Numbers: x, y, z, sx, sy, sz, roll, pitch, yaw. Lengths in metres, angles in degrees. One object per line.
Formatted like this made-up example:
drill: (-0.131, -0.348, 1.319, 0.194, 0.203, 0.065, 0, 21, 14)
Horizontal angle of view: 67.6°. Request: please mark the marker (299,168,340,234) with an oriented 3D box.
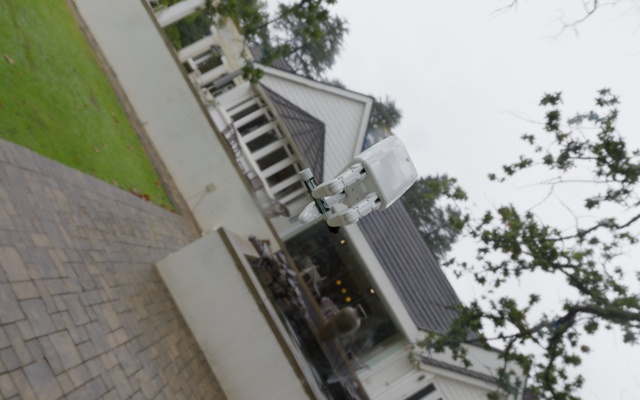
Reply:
marker: (0.000, 0.003, 0.805, 0.020, 0.121, 0.020, -27, 10, 5)
